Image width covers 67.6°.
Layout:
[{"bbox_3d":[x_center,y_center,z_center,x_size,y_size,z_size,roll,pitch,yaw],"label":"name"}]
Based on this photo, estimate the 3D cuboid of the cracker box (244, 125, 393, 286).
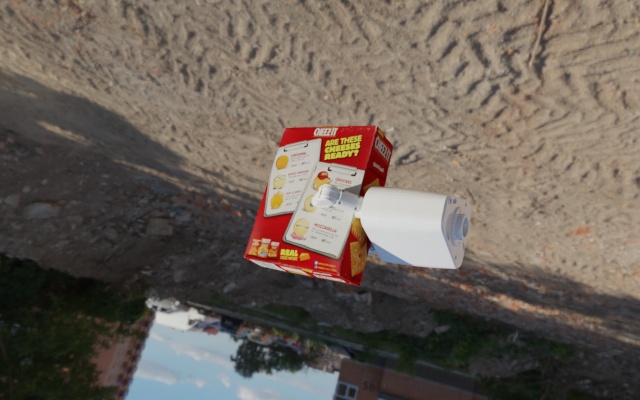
[{"bbox_3d":[0.000,0.002,0.690,0.164,0.213,0.072,5,-20,33],"label":"cracker box"}]
